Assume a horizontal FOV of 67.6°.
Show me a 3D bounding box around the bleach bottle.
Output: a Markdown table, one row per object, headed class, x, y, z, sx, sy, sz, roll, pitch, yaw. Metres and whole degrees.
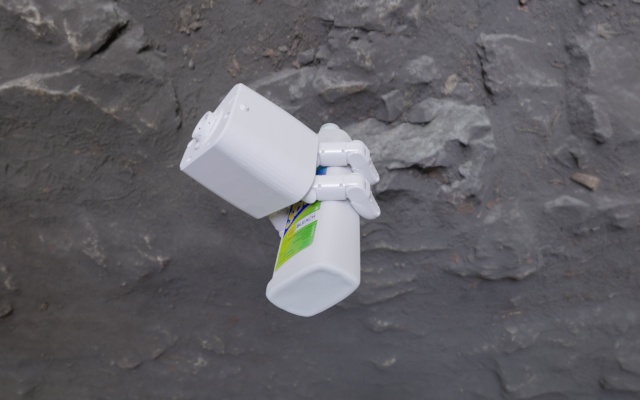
| class | x | y | z | sx | sy | sz | roll | pitch | yaw |
| --- | --- | --- | --- | --- | --- | --- | --- | --- | --- |
| bleach bottle | 0.000 | 0.002 | 0.563 | 0.068 | 0.250 | 0.102 | 32 | -50 | -26 |
